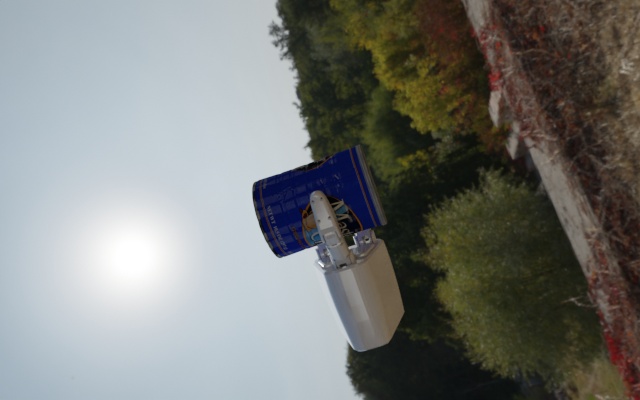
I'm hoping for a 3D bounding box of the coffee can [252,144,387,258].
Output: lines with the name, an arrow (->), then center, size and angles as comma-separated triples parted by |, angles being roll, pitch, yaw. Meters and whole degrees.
coffee can -> 0.000, 0.002, 0.592 | 0.140, 0.103, 0.103 | -19, -3, 8
